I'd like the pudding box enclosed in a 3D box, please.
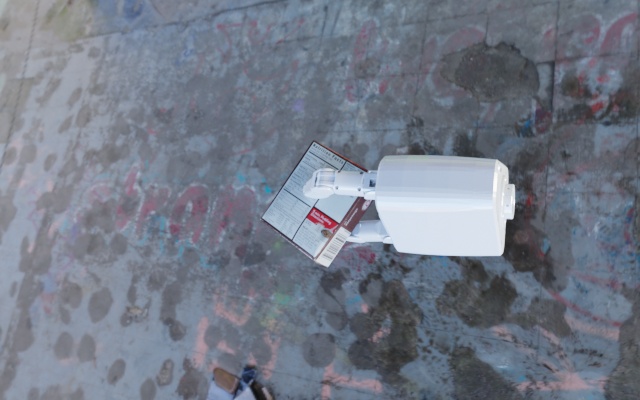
[{"bbox_3d":[0.000,0.002,0.530,0.090,0.113,0.039,34,-2,29],"label":"pudding box"}]
